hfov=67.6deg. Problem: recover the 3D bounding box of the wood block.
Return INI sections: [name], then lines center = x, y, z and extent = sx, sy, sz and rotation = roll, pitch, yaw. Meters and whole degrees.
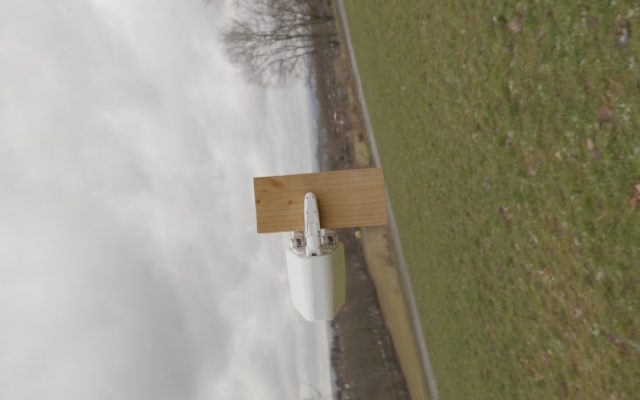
[wood block]
center = 0.000, 0.003, 0.789
extent = 0.206, 0.090, 0.091
rotation = -5, -5, -1
